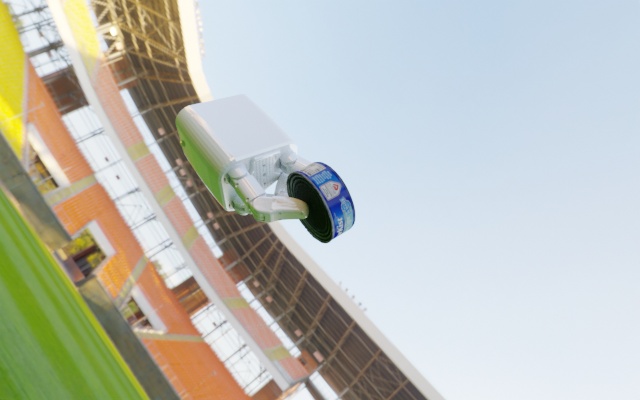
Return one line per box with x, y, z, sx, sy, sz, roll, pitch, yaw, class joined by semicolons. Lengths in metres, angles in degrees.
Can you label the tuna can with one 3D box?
0.001;0.002;0.522;0.033;0.086;0.086;-29;12;-24;tuna can
